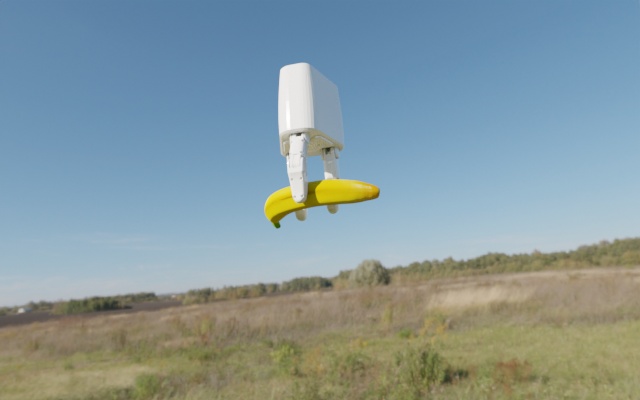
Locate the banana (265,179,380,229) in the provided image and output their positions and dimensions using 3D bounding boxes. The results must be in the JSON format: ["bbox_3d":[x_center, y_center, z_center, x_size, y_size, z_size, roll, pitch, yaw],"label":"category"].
[{"bbox_3d":[-0.014,-0.002,0.673,0.198,0.037,0.070,-16,-24,36],"label":"banana"}]
